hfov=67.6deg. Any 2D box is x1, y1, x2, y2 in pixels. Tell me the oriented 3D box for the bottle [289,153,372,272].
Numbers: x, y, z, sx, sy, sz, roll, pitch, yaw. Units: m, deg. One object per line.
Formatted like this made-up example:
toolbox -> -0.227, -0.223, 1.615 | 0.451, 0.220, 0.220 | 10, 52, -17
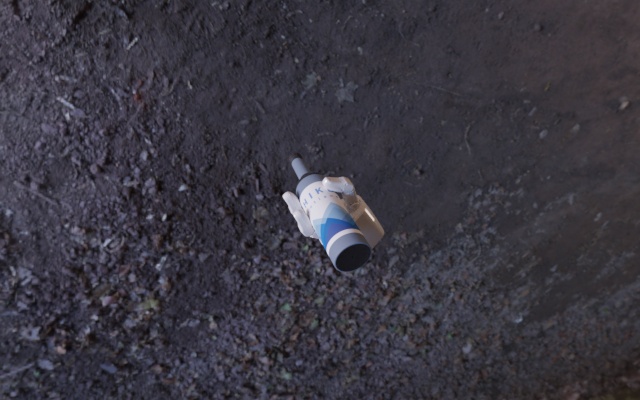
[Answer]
bottle -> 0.000, 0.003, 0.872 | 0.069, 0.069, 0.295 | 0, 38, -27
